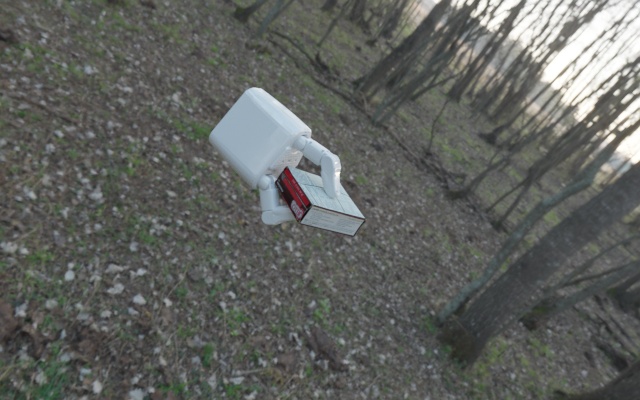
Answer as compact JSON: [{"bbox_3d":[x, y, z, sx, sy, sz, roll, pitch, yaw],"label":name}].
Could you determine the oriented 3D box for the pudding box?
[{"bbox_3d":[0.000,0.002,0.680,0.113,0.039,0.090,14,31,-41],"label":"pudding box"}]
